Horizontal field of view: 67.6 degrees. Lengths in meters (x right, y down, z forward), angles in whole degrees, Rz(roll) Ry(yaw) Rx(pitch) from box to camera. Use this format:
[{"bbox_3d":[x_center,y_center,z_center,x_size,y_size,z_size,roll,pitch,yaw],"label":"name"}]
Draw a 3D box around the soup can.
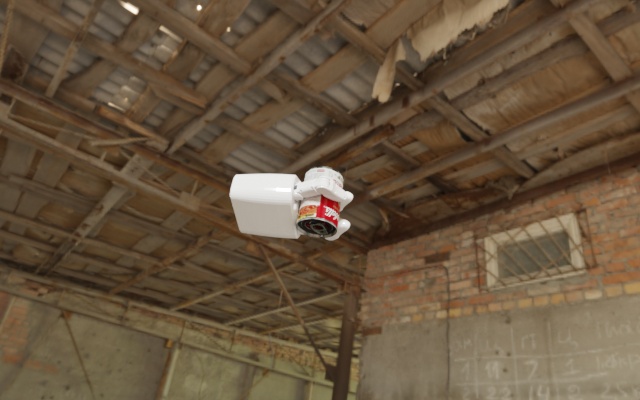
[{"bbox_3d":[0.001,0.002,0.798,0.068,0.102,0.068,7,-30,4],"label":"soup can"}]
